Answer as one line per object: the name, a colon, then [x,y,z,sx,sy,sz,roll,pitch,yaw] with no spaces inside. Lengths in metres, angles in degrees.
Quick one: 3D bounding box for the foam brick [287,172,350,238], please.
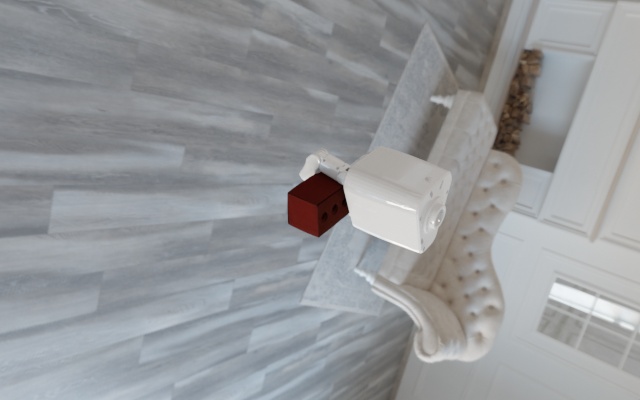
foam brick: [0.000,0.002,0.632,0.051,0.053,0.078,25,43,30]
